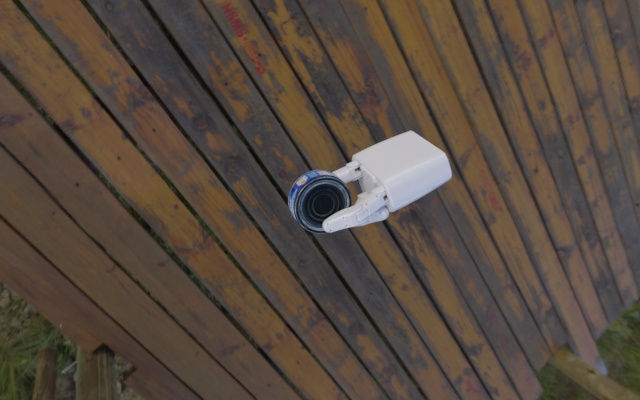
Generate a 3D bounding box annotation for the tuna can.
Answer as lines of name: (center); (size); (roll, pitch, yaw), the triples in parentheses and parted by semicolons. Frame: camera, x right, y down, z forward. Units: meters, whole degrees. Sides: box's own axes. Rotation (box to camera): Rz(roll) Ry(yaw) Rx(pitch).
tuna can: (0.000, 0.002, 0.664); (0.086, 0.086, 0.033); (0, 18, -18)
